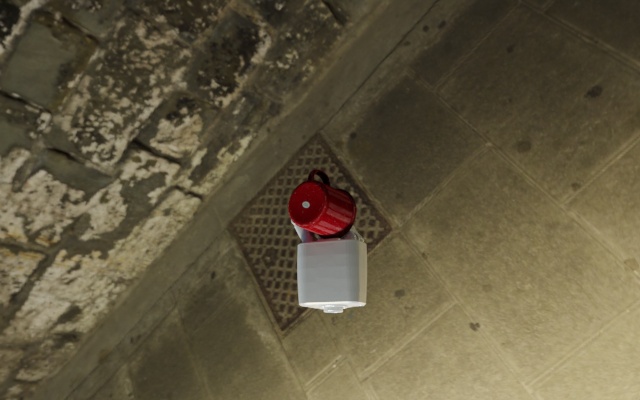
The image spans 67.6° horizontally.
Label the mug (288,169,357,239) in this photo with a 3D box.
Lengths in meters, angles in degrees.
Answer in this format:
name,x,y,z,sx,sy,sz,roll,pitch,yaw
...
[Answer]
name,x,y,z,sx,sy,sz,roll,pitch,yaw
mug,0.000,0.001,0.804,0.093,0.117,0.081,-13,-22,32
